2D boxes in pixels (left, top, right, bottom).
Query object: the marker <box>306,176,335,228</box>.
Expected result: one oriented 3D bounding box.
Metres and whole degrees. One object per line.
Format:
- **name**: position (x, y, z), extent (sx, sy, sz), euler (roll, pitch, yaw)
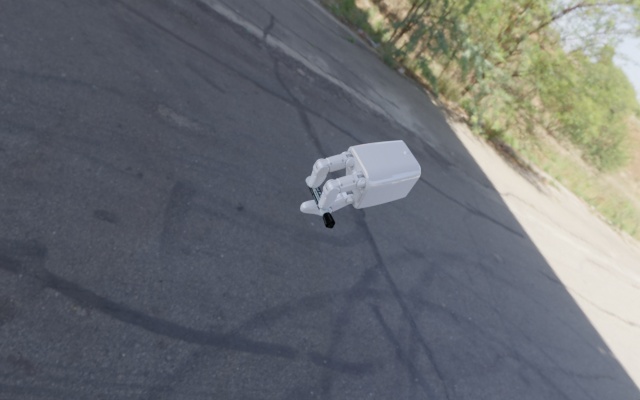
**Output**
- **marker**: position (0.000, 0.003, 0.867), extent (0.020, 0.121, 0.020), euler (-15, -39, -12)
